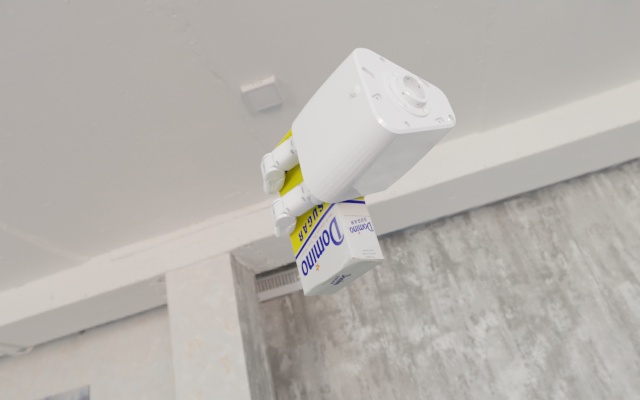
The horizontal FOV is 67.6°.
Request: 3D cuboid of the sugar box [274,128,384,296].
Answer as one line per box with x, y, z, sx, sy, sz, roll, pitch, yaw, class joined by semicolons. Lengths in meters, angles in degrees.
0.000;0.001;0.504;0.048;0.176;0.093;6;-33;-33;sugar box
